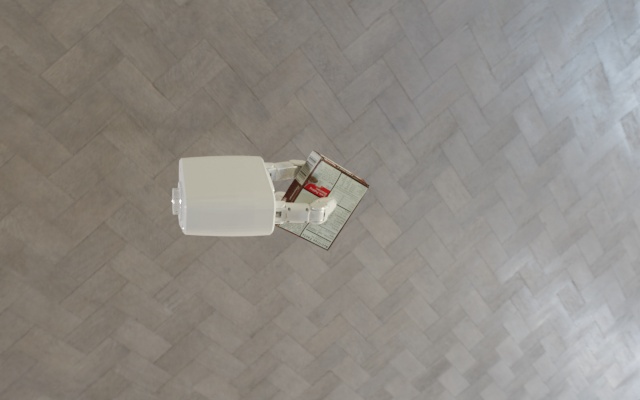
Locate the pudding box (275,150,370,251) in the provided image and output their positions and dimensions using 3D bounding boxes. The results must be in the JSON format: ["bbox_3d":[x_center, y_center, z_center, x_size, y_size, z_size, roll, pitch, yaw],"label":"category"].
[{"bbox_3d":[0.000,0.002,0.658,0.090,0.113,0.039,29,11,-28],"label":"pudding box"}]
